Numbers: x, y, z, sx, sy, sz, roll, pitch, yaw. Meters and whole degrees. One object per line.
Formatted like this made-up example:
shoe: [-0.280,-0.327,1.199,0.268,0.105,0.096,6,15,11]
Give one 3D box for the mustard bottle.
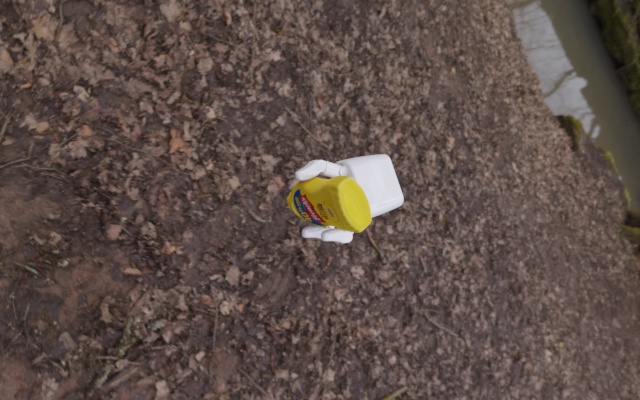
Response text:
mustard bottle: [0.000,0.003,0.841,0.058,0.096,0.191,-42,26,-28]
